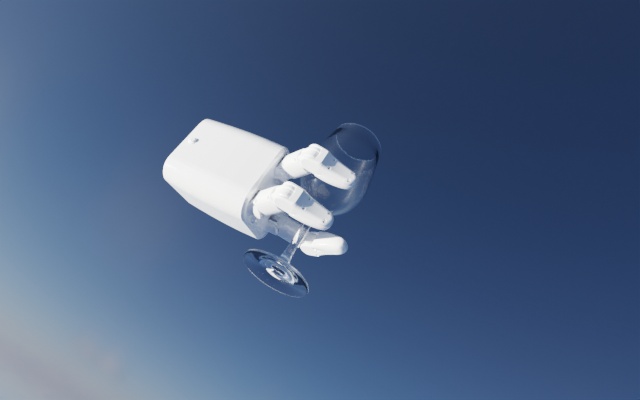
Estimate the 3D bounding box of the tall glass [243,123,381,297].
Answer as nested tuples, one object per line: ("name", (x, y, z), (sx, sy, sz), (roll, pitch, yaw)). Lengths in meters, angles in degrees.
("tall glass", (0.000, 0.002, 0.523), (0.079, 0.201, 0.079), (22, -33, 16))
